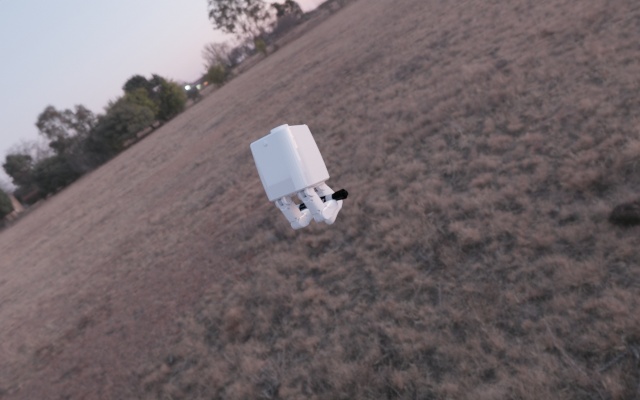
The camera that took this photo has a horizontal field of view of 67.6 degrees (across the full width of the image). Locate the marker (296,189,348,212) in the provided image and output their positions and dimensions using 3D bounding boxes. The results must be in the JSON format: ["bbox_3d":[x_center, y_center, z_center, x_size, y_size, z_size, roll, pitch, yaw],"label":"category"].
[{"bbox_3d":[0.000,0.003,0.864,0.121,0.020,0.020,-20,-12,37],"label":"marker"}]
